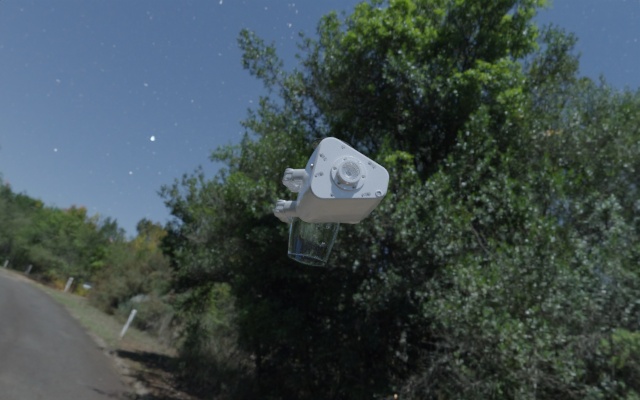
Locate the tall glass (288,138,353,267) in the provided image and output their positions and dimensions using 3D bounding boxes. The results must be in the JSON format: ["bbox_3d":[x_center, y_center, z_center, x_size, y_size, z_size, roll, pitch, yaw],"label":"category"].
[{"bbox_3d":[0.000,0.002,0.778,0.079,0.201,0.079,12,-19,4],"label":"tall glass"}]
